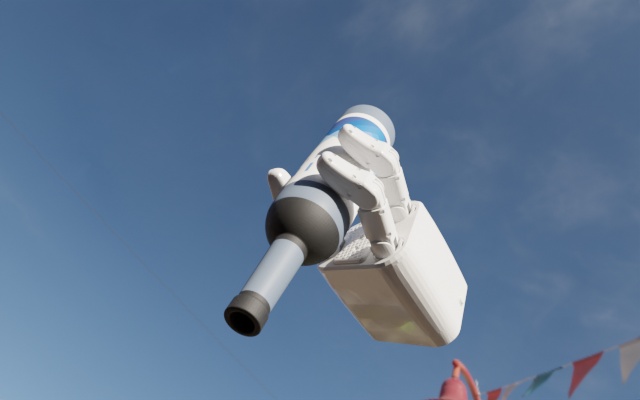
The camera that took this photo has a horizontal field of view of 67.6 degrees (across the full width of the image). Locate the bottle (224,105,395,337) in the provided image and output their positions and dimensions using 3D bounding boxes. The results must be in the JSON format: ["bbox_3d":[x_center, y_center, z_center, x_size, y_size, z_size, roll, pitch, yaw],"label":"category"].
[{"bbox_3d":[0.000,0.001,0.424,0.069,0.069,0.295,0,32,24],"label":"bottle"}]
